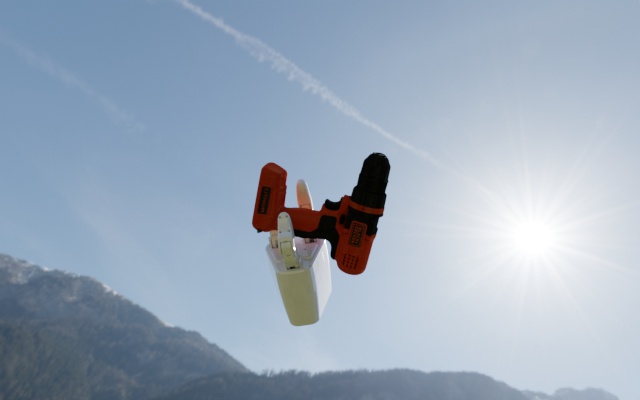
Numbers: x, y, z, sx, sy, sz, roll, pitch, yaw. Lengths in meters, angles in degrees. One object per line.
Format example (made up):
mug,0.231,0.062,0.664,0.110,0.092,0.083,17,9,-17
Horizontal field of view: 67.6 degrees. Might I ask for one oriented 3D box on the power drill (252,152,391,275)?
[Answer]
power drill,0.000,0.002,0.704,0.187,0.184,0.057,16,13,14
